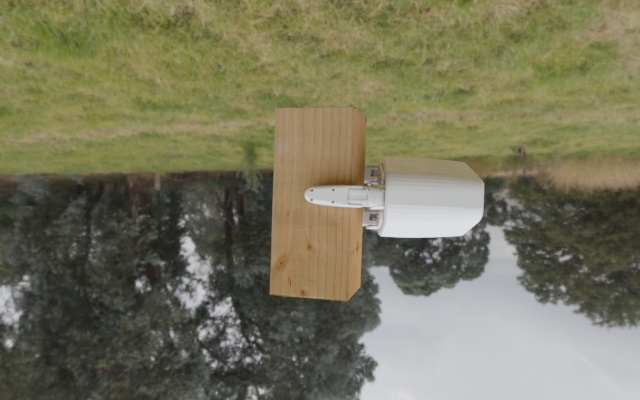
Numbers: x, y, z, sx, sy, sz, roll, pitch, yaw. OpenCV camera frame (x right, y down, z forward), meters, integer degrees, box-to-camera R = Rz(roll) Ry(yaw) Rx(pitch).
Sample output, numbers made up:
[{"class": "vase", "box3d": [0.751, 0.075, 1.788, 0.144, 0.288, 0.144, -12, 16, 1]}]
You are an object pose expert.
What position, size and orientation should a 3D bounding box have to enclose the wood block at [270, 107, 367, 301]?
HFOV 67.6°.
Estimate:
[{"class": "wood block", "box3d": [0.000, 0.002, 0.553, 0.090, 0.206, 0.091, 2, 1, 14]}]
